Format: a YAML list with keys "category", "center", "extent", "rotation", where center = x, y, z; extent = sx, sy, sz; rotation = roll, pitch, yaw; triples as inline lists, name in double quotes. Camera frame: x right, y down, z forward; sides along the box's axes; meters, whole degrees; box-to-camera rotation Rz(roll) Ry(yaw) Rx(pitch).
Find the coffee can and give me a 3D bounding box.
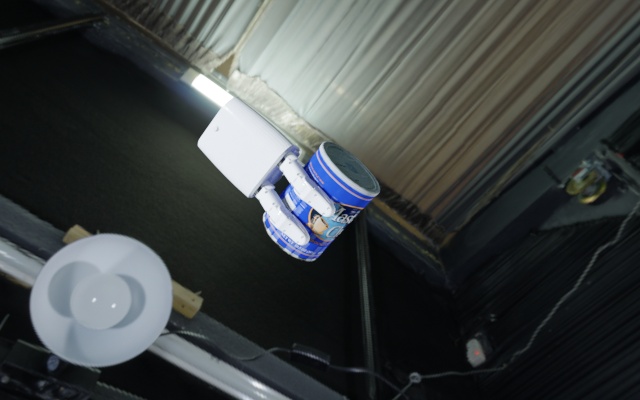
- category: "coffee can"
  center: [0.000, 0.002, 0.676]
  extent: [0.140, 0.102, 0.103]
  rotation: [-48, -23, 22]
